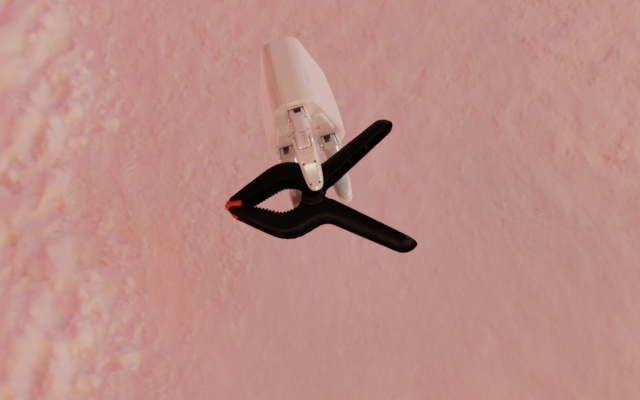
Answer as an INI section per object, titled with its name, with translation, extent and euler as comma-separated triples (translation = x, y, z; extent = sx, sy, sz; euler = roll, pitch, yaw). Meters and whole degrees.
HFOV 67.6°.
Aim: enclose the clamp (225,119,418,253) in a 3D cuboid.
[clamp]
translation = -0.001, 0.001, 0.533
extent = 0.210, 0.164, 0.036
euler = -15, -28, 2
